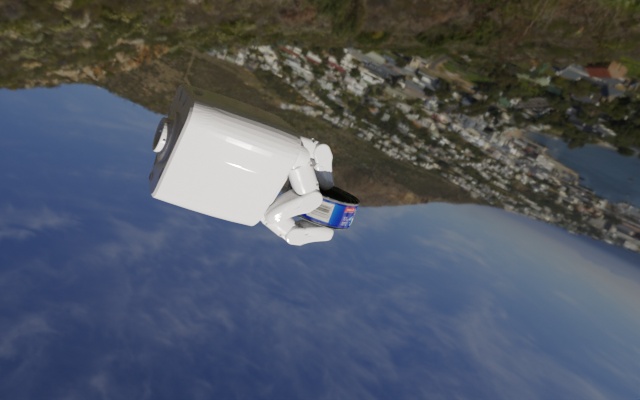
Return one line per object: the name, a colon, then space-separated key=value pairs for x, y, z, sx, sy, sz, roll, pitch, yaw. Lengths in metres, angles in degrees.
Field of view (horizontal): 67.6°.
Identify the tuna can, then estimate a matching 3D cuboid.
tuna can: x=0.000 y=0.002 z=0.554 sx=0.086 sy=0.034 sz=0.086 roll=20 pitch=12 yaw=-4
